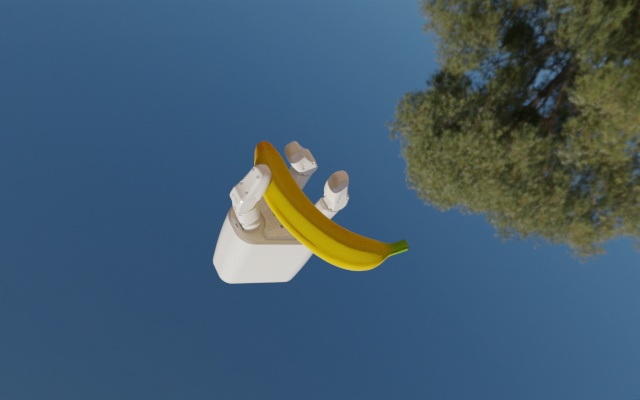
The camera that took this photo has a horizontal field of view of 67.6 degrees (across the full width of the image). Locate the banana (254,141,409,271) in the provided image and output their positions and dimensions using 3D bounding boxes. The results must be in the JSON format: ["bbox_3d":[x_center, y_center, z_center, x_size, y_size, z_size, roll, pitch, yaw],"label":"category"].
[{"bbox_3d":[-0.008,0.014,0.497,0.069,0.198,0.037,-44,-13,-40],"label":"banana"}]
